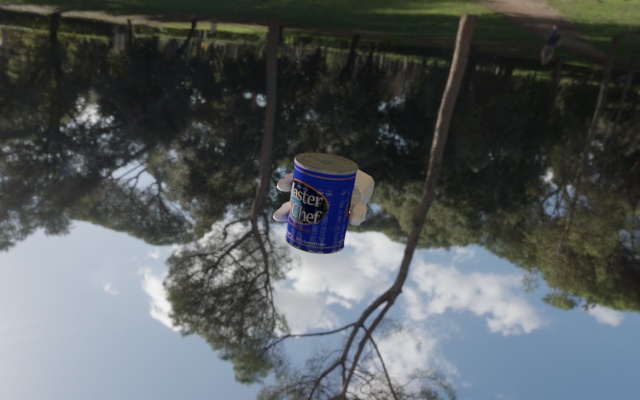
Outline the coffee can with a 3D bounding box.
[{"bbox_3d":[0.000,0.002,0.783,0.103,0.140,0.102,8,19,-3],"label":"coffee can"}]
